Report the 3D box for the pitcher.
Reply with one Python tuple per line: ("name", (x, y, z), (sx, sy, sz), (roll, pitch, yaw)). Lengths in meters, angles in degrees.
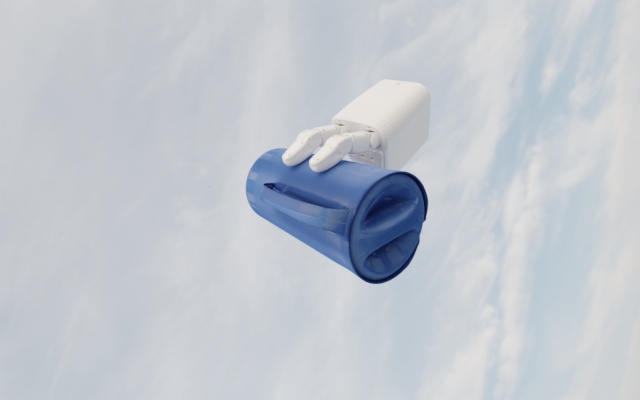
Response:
("pitcher", (0.000, 0.002, 0.615), (0.145, 0.149, 0.242), (-43, 38, -23))
